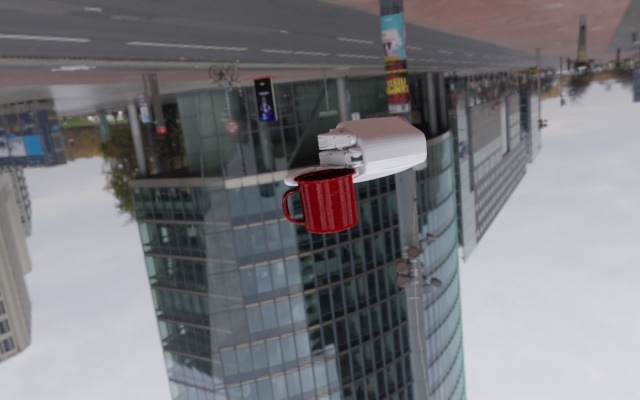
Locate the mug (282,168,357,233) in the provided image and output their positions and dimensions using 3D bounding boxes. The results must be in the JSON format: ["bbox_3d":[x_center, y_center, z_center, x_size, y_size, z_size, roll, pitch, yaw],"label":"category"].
[{"bbox_3d":[-0.001,0.003,0.716,0.117,0.081,0.093,-12,13,-17],"label":"mug"}]
